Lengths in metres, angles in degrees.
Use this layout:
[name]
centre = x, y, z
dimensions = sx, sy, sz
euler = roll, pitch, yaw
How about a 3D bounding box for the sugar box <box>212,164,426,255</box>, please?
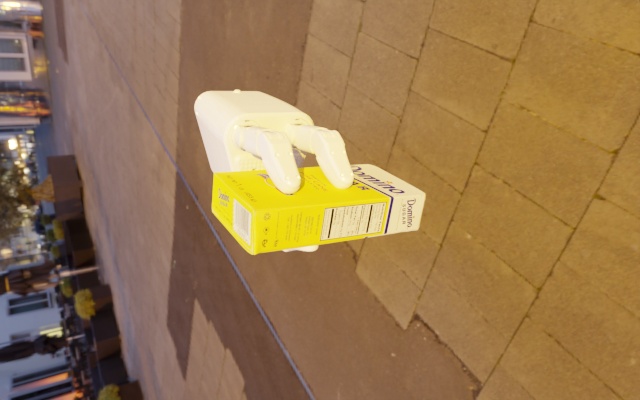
[sugar box]
centre = 0.000, 0.001, 0.440
dimensions = 0.176, 0.048, 0.093
euler = -9, 27, -31
